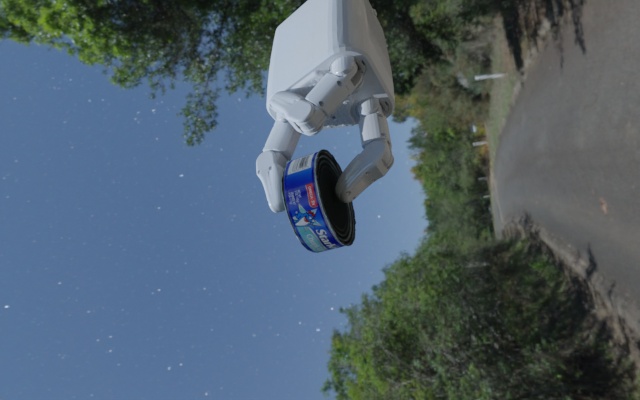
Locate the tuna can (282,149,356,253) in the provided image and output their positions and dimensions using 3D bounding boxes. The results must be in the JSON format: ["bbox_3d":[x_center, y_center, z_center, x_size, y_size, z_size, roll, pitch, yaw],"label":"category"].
[{"bbox_3d":[0.000,0.002,0.415,0.034,0.086,0.086,-16,-5,19],"label":"tuna can"}]
